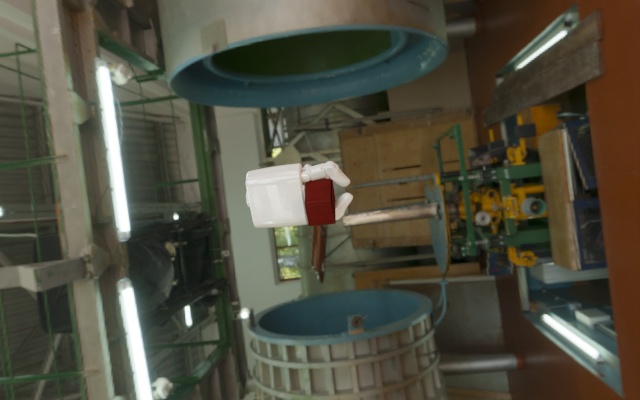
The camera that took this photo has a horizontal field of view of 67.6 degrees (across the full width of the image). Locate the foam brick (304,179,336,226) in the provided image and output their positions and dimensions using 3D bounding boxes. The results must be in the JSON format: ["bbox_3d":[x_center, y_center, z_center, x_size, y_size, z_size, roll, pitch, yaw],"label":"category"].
[{"bbox_3d":[0.000,0.003,0.886,0.051,0.053,0.078,-5,35,4],"label":"foam brick"}]
